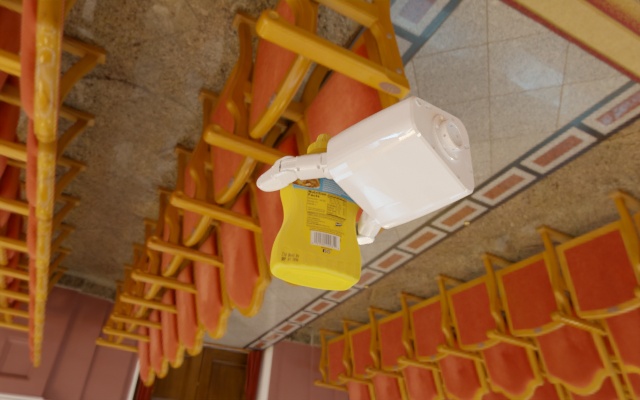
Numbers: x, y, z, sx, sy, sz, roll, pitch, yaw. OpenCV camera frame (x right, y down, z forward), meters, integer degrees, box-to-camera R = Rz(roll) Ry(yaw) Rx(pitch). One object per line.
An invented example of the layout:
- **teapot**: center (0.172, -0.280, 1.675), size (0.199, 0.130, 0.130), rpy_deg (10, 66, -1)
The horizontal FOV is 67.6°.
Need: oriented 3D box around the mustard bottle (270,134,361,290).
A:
- **mustard bottle**: center (0.000, 0.002, 0.551), size (0.096, 0.191, 0.058), rpy_deg (14, -32, -15)
